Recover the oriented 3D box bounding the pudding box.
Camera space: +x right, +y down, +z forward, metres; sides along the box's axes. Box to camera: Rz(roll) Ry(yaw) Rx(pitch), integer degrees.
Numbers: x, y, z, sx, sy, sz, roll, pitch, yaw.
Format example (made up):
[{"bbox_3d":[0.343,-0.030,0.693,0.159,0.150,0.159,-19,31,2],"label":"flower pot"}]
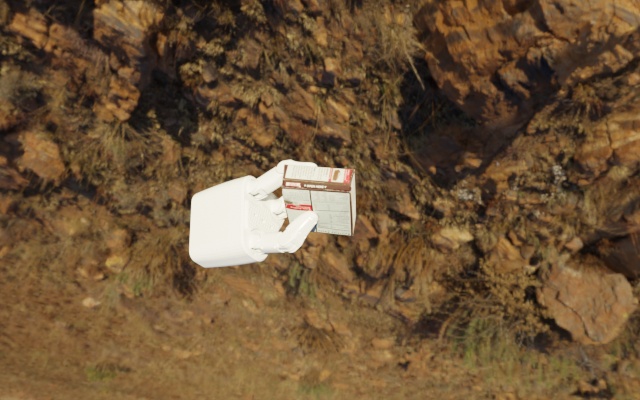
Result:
[{"bbox_3d":[0.000,0.002,0.624,0.090,0.039,0.114,4,-31,7],"label":"pudding box"}]
